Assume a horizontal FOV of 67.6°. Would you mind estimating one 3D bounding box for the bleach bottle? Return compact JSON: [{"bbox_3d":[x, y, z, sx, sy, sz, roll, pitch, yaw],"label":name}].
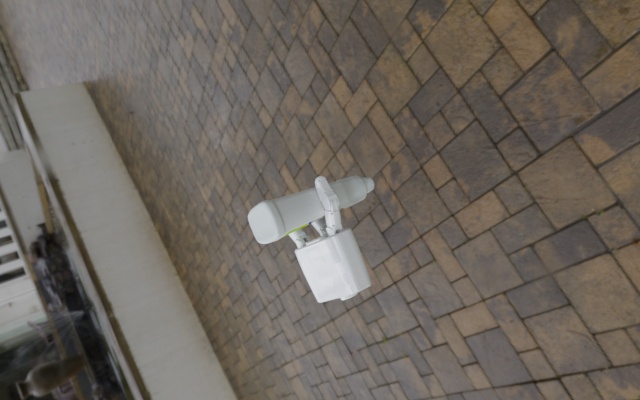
[{"bbox_3d":[0.000,0.003,0.860,0.251,0.068,0.102,-21,-3,-32],"label":"bleach bottle"}]
